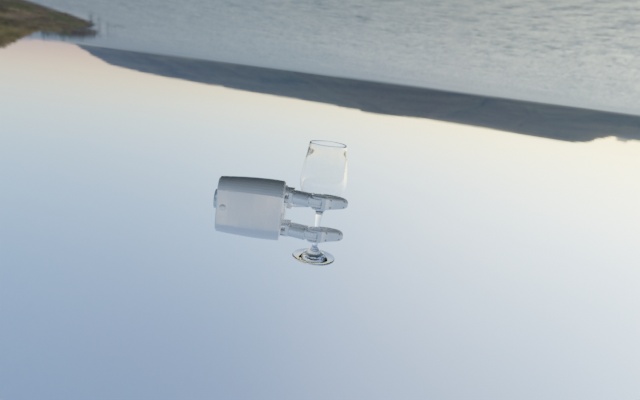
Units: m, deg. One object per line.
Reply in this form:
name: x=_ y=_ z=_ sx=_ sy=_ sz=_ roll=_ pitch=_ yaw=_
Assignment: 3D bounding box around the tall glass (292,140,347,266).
tall glass: x=0.000 y=0.003 z=0.802 sx=0.079 sy=0.201 sz=0.079 roll=7 pitch=14 yaw=-2
